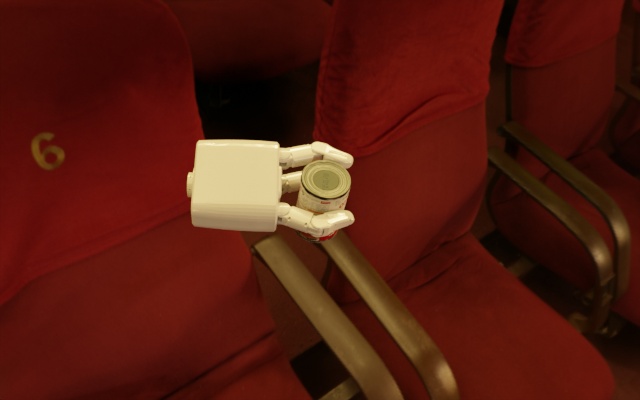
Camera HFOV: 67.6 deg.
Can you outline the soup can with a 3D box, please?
[{"bbox_3d":[0.001,0.002,0.652,0.068,0.068,0.102,0,-38,-10],"label":"soup can"}]
